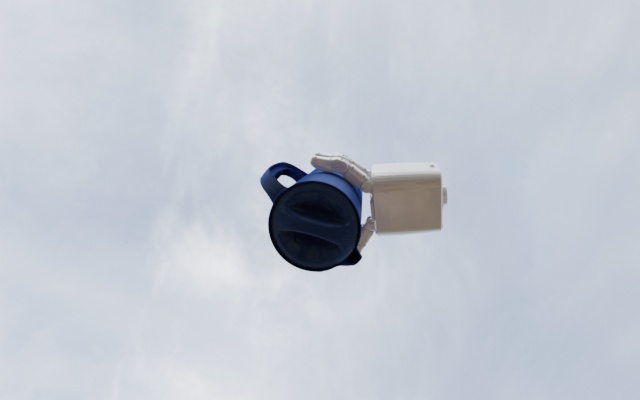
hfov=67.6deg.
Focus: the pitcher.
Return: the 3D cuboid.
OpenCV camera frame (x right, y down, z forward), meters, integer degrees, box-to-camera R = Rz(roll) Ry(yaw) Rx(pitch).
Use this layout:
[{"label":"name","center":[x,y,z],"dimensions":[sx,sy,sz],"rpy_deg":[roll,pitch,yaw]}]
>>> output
[{"label":"pitcher","center":[0.000,0.003,0.775],"dimensions":[0.145,0.149,0.242],"rpy_deg":[-3,14,9]}]
